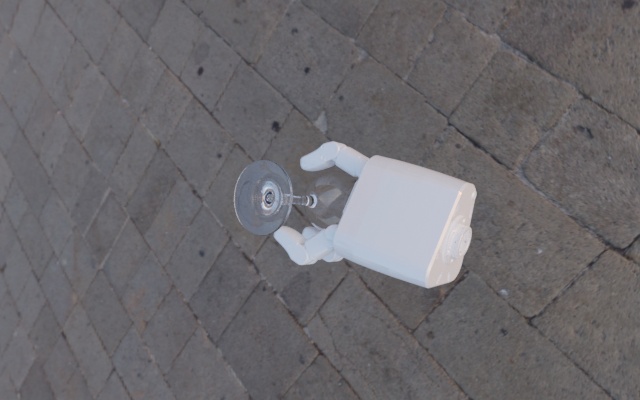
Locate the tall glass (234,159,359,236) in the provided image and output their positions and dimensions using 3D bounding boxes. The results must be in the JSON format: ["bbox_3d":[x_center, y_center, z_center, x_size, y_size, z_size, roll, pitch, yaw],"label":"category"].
[{"bbox_3d":[0.000,0.002,0.542,0.079,0.079,0.201,0,-3,35],"label":"tall glass"}]
